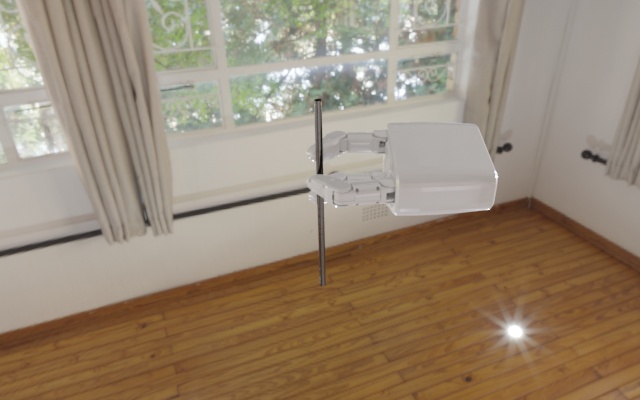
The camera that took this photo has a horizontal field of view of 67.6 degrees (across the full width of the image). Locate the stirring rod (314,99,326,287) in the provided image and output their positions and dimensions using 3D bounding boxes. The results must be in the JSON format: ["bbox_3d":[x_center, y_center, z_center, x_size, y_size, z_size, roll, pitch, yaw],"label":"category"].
[{"bbox_3d":[0.000,0.002,0.550,0.011,0.240,0.011,-1,29,1],"label":"stirring rod"}]
